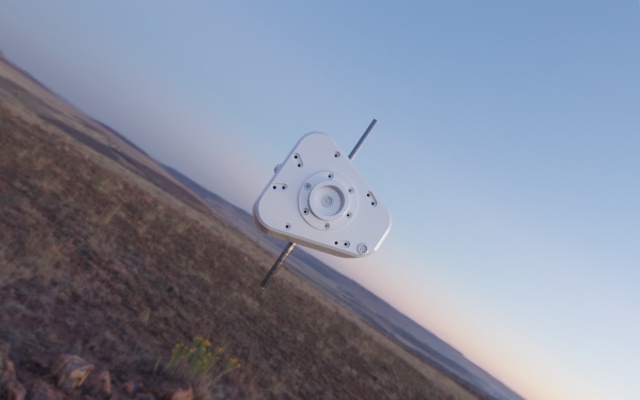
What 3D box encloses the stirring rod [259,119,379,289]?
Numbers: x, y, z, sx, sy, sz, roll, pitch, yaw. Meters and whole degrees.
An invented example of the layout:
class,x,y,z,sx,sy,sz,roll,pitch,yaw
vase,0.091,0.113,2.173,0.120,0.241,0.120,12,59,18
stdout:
class,x,y,z,sx,sy,sz,roll,pitch,yaw
stirring rod,0.000,0.002,0.565,0.011,0.239,0.011,34,-7,5
